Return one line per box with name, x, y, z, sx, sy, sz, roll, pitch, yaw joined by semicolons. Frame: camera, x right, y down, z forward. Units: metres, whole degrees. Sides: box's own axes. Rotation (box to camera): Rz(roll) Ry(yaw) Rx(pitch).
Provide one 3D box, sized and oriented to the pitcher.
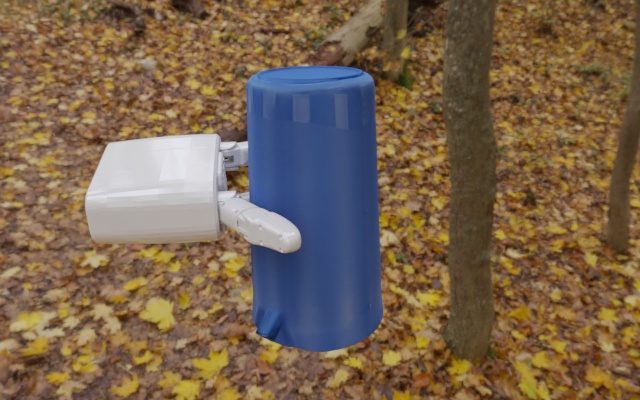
pitcher;0.000;0.002;0.452;0.145;0.243;0.149;-4;22;-7
